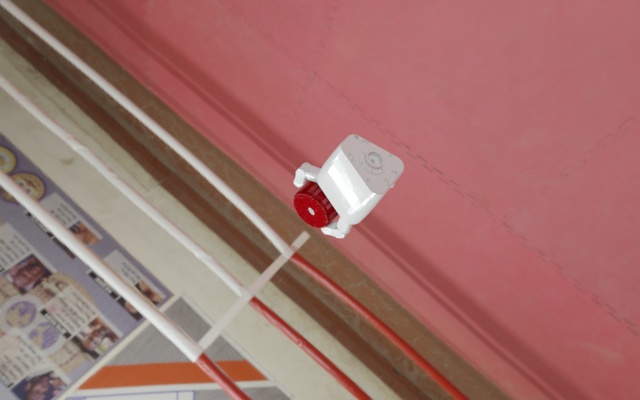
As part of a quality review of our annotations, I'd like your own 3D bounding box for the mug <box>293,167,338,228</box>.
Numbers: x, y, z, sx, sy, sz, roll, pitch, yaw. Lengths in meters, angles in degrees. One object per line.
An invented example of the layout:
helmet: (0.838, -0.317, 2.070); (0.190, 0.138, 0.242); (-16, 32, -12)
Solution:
mug: (-0.001, 0.004, 0.891); (0.081, 0.093, 0.117); (-44, -7, -35)
